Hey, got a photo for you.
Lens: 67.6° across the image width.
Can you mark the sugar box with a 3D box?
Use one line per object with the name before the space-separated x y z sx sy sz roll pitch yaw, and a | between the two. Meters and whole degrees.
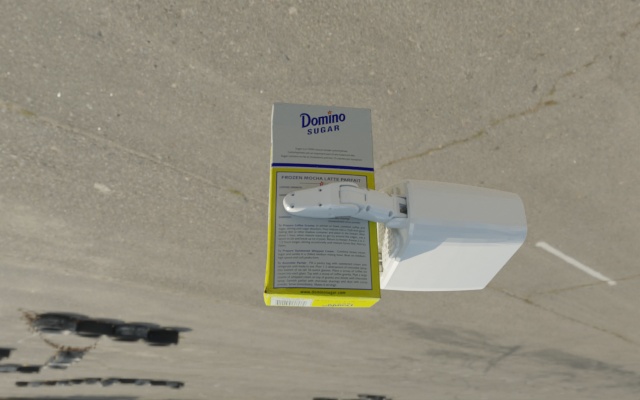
sugar box | 0.000 0.002 0.419 0.093 0.176 0.048 3 -24 -7
